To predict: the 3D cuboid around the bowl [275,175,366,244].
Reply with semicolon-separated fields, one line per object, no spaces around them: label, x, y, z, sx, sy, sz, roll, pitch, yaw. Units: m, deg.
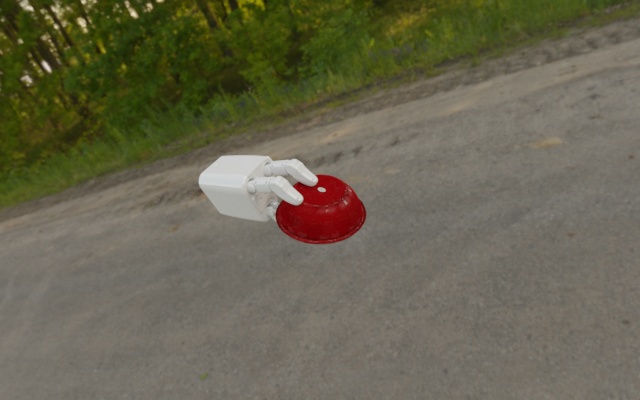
bowl;0.001;0.003;0.832;0.162;0.055;0.162;-1;38;0
